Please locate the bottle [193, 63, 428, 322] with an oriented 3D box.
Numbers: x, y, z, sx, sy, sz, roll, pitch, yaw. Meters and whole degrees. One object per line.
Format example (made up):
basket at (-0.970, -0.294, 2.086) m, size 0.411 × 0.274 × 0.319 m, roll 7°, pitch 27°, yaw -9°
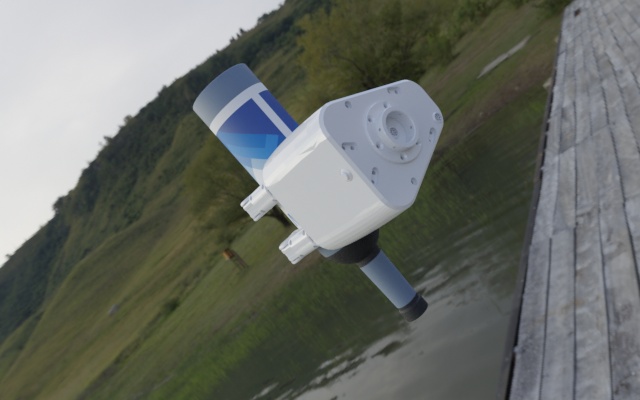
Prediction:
bottle at (0.000, 0.001, 0.467) m, size 0.069 × 0.296 × 0.069 m, roll -41°, pitch 4°, yaw 3°
